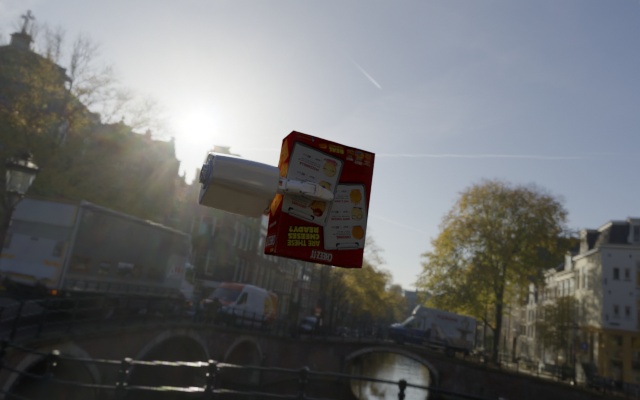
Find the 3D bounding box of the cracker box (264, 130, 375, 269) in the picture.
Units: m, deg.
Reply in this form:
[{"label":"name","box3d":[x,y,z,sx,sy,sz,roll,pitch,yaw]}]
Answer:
[{"label":"cracker box","box3d":[0.000,0.003,0.843,0.164,0.213,0.072,13,-13,-21]}]
